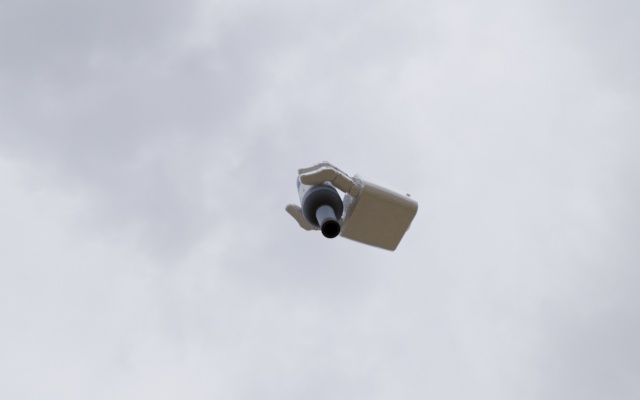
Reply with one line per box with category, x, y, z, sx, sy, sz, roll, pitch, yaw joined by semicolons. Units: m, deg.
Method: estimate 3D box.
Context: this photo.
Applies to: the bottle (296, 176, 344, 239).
bottle;0.000;0.003;0.794;0.069;0.069;0.295;0;15;-6
